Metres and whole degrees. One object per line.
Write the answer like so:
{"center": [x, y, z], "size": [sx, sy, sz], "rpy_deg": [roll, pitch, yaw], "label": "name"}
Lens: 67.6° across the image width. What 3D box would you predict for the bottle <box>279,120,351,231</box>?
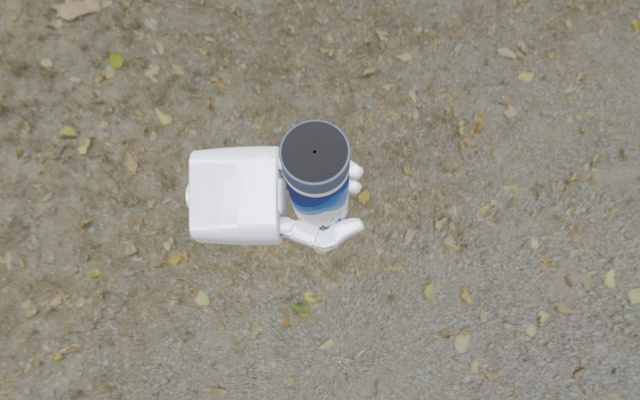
{"center": [0.000, 0.002, 0.578], "size": [0.069, 0.069, 0.296], "rpy_deg": [0, -19, 2], "label": "bottle"}
